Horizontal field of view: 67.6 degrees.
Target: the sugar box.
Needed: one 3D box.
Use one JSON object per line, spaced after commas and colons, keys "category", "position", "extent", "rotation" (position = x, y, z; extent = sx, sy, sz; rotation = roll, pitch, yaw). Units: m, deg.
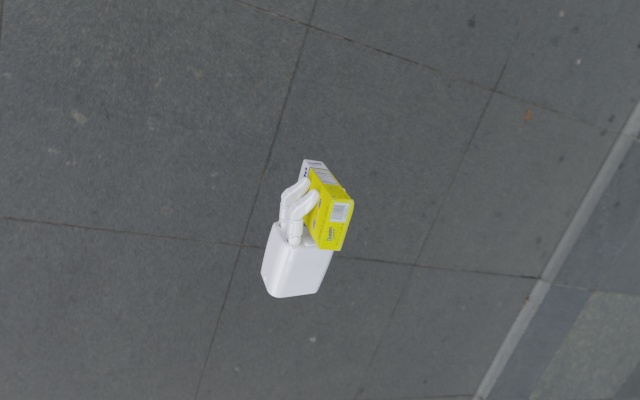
{"category": "sugar box", "position": [0.000, 0.003, 0.832], "extent": [0.048, 0.093, 0.176], "rotation": [6, 23, -24]}
